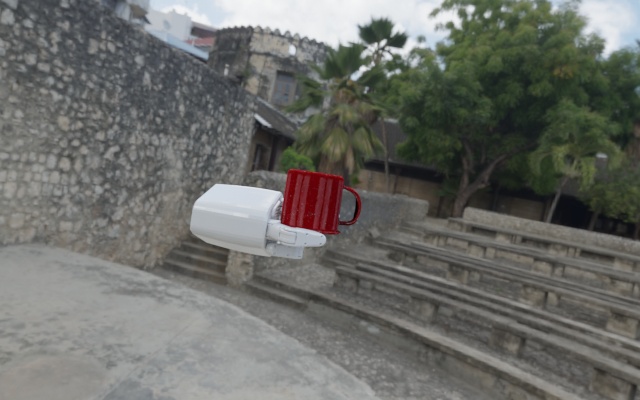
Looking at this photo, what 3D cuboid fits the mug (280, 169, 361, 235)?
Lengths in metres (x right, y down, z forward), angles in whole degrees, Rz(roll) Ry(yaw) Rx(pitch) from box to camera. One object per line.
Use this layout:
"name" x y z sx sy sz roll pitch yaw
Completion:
"mug" 0.002 0.002 0.679 0.117 0.081 0.093 8 2 3
